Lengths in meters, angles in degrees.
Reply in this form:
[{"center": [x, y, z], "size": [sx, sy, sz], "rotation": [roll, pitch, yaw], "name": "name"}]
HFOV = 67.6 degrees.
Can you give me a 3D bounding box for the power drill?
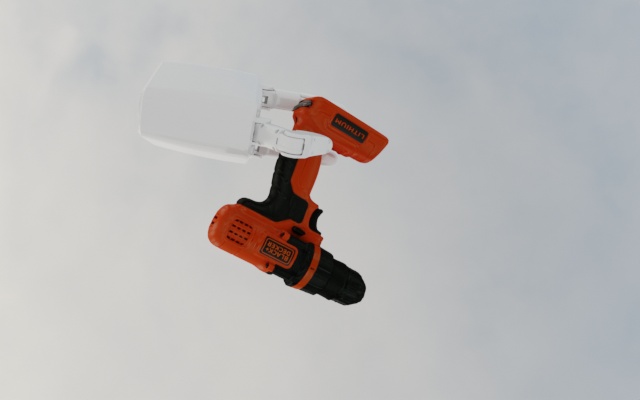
[{"center": [0.000, 0.001, 0.506], "size": [0.184, 0.187, 0.057], "rotation": [29, -11, -22], "name": "power drill"}]
